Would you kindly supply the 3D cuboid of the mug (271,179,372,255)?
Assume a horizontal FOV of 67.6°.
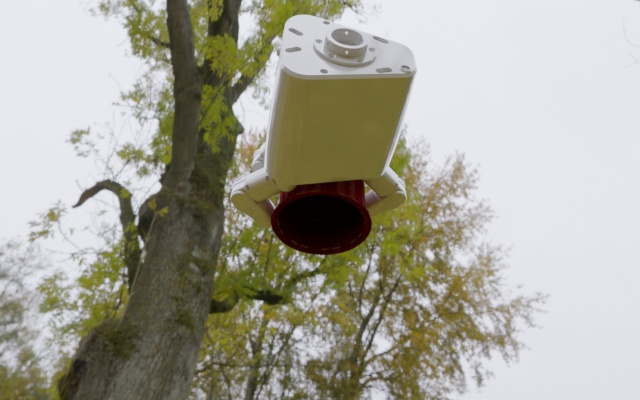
[{"bbox_3d":[0.000,0.002,0.476,0.093,0.081,0.117,8,-42,-6],"label":"mug"}]
